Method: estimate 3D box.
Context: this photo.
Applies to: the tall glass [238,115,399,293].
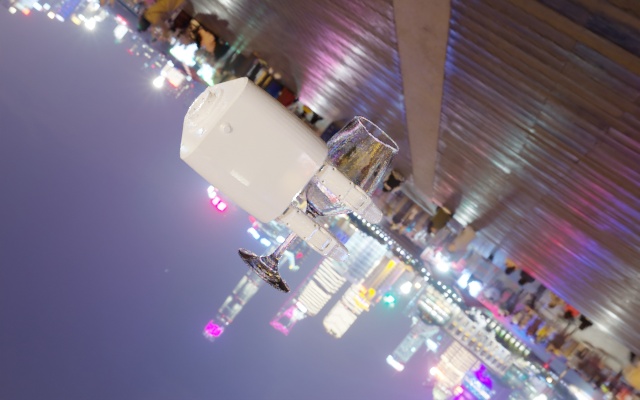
[{"bbox_3d":[0.000,0.002,0.530,0.079,0.201,0.079,40,1,-1],"label":"tall glass"}]
